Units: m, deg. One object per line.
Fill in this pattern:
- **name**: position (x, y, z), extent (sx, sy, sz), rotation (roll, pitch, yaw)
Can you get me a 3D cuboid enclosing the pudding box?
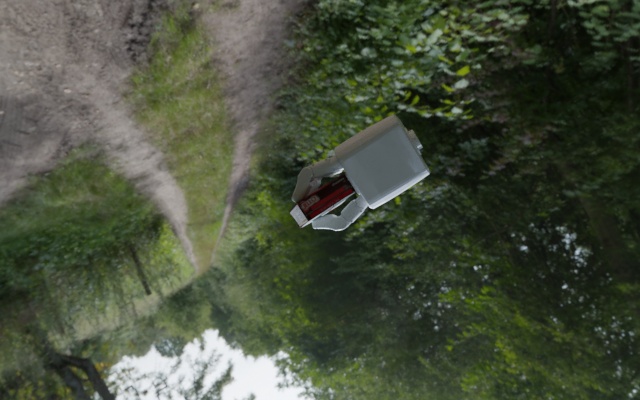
- **pudding box**: position (0.000, 0.003, 0.769), extent (0.090, 0.039, 0.113), rotation (-31, -4, -13)
